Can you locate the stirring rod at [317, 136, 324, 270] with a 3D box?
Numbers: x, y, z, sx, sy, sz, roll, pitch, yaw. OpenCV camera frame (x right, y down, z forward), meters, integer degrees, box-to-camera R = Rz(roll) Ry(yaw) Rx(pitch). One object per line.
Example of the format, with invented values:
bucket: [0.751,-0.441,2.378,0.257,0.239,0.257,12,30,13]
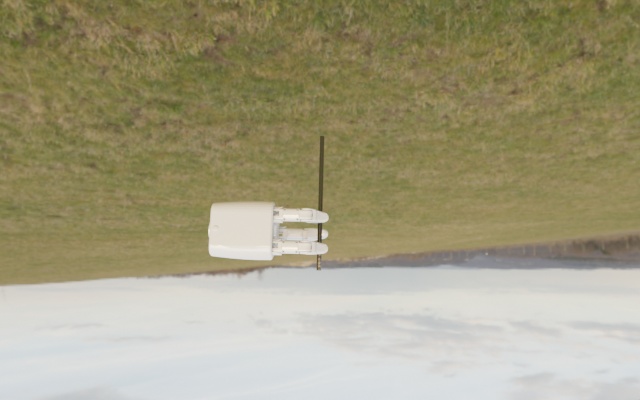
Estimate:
stirring rod: [0.000,0.003,0.849,0.011,0.239,0.011,1,-8,0]
